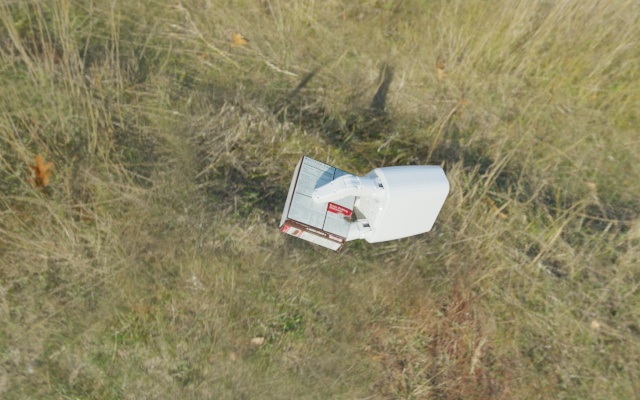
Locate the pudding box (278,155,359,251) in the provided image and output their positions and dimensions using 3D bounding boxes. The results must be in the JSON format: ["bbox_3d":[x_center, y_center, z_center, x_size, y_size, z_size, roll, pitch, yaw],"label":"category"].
[{"bbox_3d":[0.000,0.002,0.657,0.090,0.113,0.039,20,-36,-9],"label":"pudding box"}]
